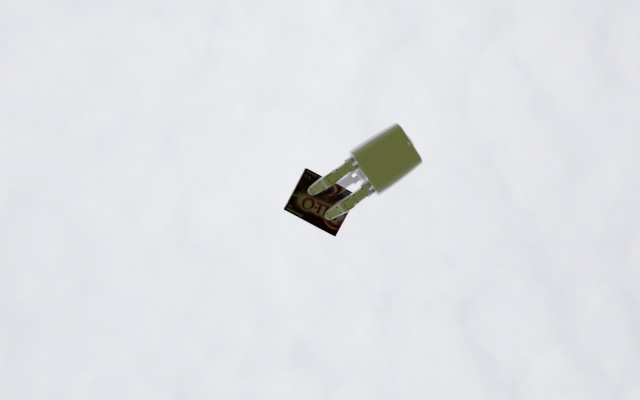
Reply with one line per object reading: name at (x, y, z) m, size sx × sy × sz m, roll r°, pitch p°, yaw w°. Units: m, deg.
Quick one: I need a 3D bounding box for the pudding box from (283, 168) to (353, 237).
pudding box at (0.000, 0.003, 0.896) m, size 0.113 × 0.090 × 0.039 m, roll 28°, pitch 2°, yaw -4°
